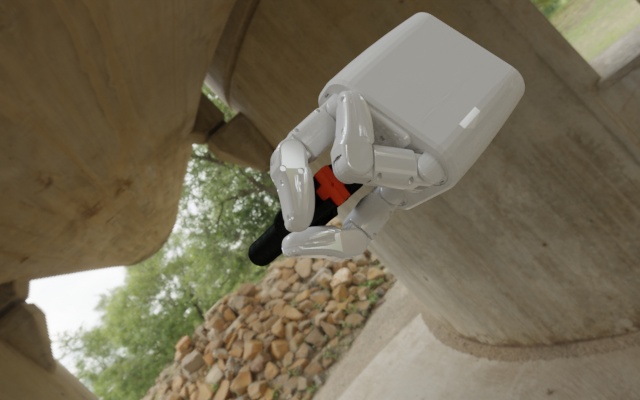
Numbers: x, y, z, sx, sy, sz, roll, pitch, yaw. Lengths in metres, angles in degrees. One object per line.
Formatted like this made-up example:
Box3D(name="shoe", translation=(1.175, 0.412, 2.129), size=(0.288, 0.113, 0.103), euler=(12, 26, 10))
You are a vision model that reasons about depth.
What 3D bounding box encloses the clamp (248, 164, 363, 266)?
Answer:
Box3D(name="clamp", translation=(0.000, 0.001, 0.403), size=(0.120, 0.039, 0.171), euler=(-45, 2, -24))
